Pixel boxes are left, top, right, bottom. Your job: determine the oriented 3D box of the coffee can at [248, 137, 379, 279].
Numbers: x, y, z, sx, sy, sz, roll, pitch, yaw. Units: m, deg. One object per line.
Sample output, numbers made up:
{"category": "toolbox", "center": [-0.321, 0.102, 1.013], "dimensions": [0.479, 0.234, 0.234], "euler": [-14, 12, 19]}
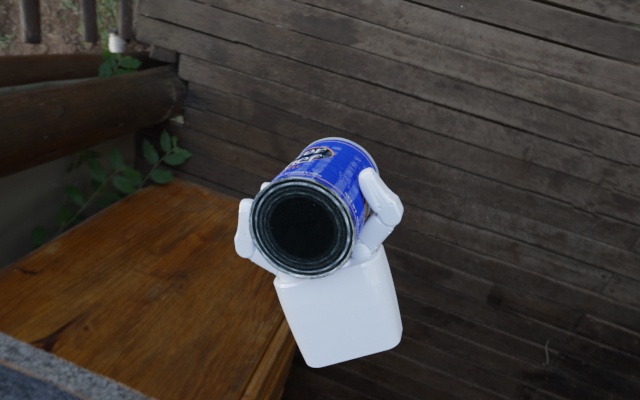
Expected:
{"category": "coffee can", "center": [0.000, 0.001, 0.494], "dimensions": [0.103, 0.103, 0.140], "euler": [0, 21, 16]}
